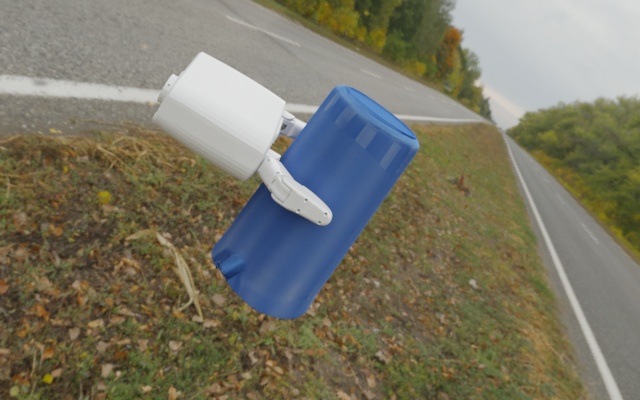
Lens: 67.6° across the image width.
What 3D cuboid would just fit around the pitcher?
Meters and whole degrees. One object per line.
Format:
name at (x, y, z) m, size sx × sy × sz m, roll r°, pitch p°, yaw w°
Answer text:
pitcher at (0.000, 0.002, 0.534) m, size 0.145 × 0.243 × 0.149 m, roll 31°, pitch 20°, yaw -16°
